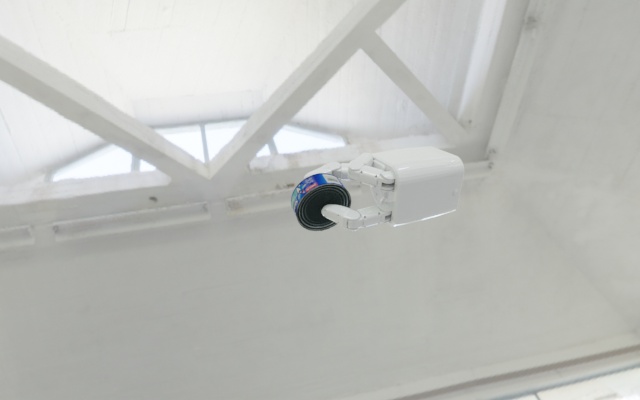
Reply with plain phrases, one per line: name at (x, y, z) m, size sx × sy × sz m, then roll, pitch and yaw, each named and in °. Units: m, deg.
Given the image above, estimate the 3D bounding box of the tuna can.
tuna can at (0.000, 0.002, 0.708) m, size 0.086 × 0.086 × 0.033 m, roll 0°, pitch 36°, yaw -25°
